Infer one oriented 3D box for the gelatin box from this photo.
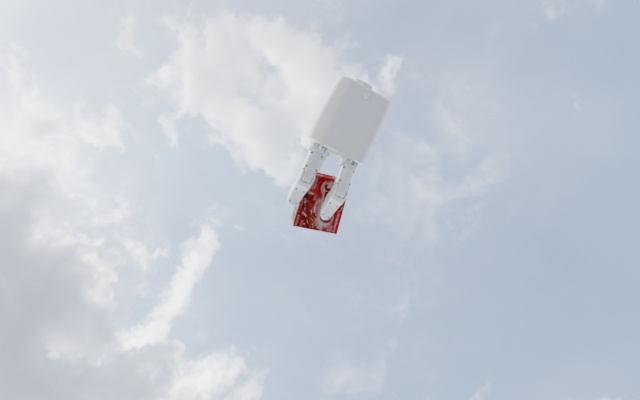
[{"bbox_3d":[0.000,0.003,0.748,0.073,0.089,0.030,12,15,-15],"label":"gelatin box"}]
